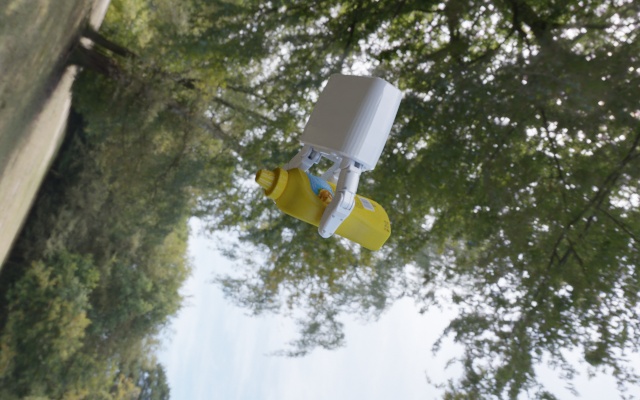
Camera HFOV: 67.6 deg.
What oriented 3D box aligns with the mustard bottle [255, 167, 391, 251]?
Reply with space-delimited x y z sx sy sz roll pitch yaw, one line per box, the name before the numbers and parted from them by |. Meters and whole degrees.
mustard bottle | 0.000 0.002 0.641 0.192 0.058 0.096 24 22 -26
